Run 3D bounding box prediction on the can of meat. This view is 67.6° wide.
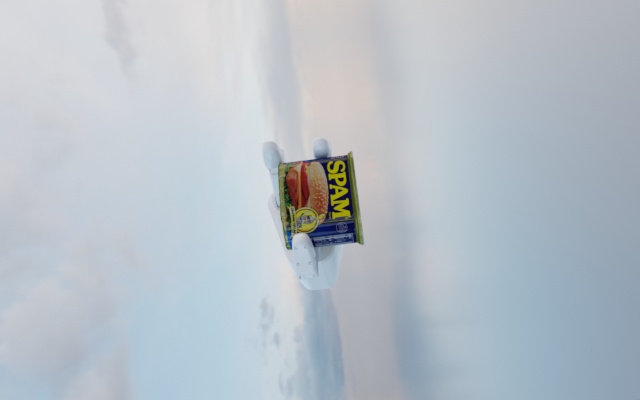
[{"bbox_3d":[0.000,0.002,0.524,0.084,0.102,0.057,-7,-25,4],"label":"can of meat"}]
